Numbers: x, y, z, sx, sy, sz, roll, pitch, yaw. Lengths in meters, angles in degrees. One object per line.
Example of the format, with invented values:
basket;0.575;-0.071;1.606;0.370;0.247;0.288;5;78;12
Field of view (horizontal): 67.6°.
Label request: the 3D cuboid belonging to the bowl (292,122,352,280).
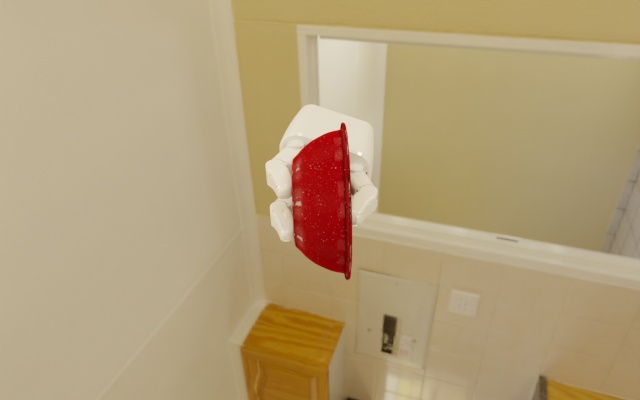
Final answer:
bowl;0.000;0.002;0.490;0.055;0.162;0.162;-2;0;-1
